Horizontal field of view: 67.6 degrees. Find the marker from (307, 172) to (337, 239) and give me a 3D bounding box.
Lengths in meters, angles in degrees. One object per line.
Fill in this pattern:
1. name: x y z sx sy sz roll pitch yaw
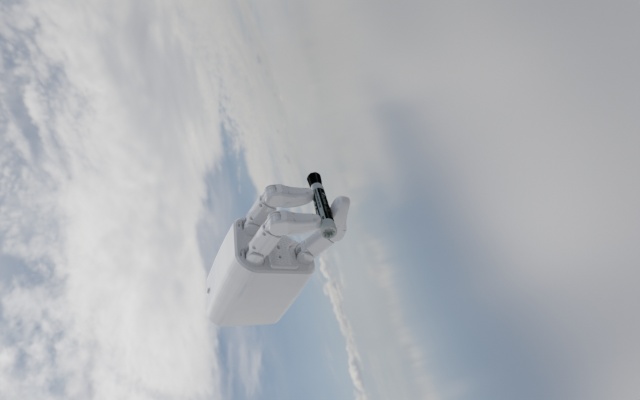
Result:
1. marker: 0.000 0.002 0.583 0.020 0.020 0.121 0 35 -12
